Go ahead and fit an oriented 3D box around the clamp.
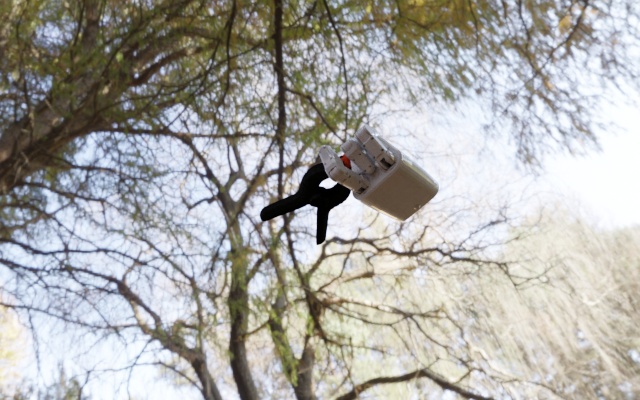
[{"bbox_3d":[0.000,0.002,0.750,0.120,0.039,0.171,31,-58,-33],"label":"clamp"}]
